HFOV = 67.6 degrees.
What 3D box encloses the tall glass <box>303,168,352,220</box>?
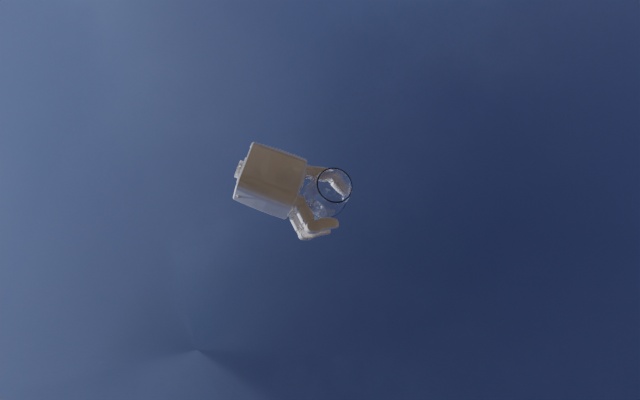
[{"bbox_3d":[0.000,0.003,0.882,0.079,0.079,0.201,0,-17,-15],"label":"tall glass"}]
